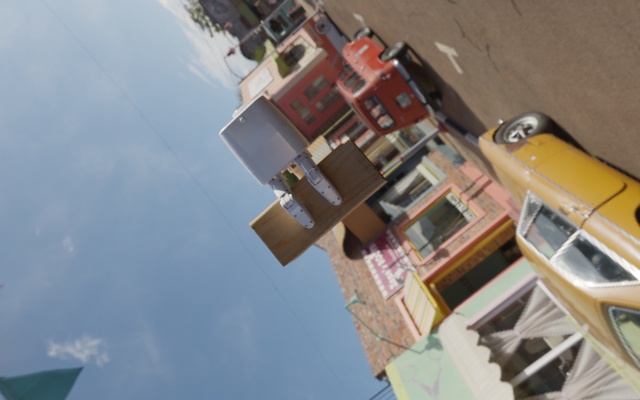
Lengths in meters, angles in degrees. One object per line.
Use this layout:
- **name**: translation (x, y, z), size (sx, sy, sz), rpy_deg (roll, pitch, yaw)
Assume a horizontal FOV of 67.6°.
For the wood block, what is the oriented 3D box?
- **wood block**: translation (0.000, 0.002, 0.770), size (0.206, 0.090, 0.091), rpy_deg (-41, -4, 9)
